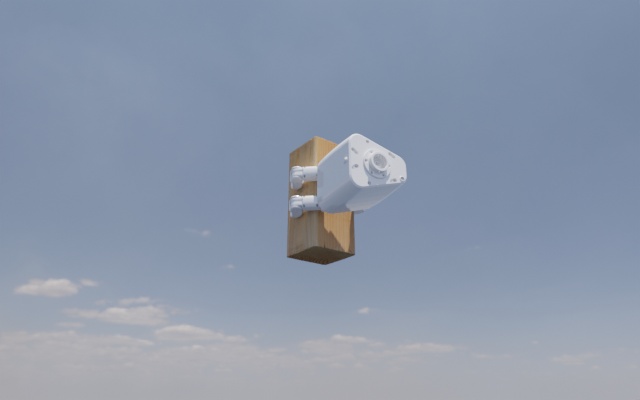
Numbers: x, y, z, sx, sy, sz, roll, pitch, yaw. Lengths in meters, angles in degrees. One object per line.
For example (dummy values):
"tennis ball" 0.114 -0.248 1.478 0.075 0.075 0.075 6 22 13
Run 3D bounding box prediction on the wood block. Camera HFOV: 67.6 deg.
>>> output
"wood block" 0.001 0.003 0.870 0.091 0.206 0.090 17 -28 -34
